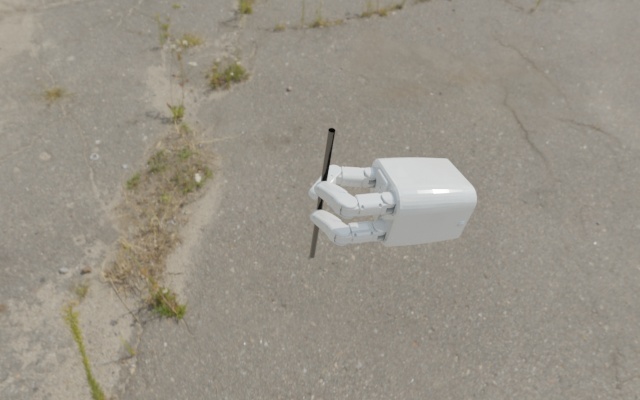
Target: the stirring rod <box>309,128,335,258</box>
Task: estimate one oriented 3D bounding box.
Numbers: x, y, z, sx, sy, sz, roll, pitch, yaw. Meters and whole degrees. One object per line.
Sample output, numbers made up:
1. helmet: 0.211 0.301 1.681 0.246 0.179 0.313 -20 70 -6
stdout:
1. stirring rod: 0.000 0.002 0.619 0.011 0.011 0.240 0 -42 -8
